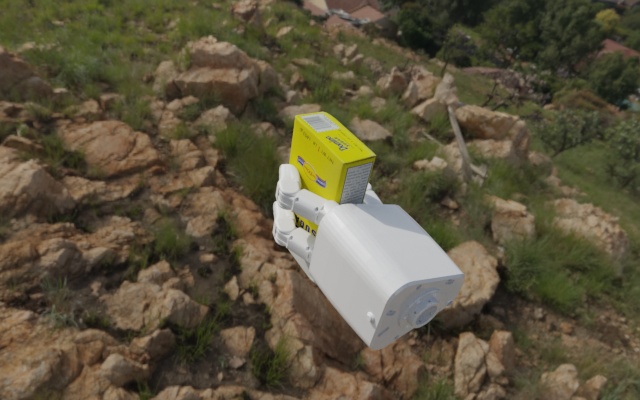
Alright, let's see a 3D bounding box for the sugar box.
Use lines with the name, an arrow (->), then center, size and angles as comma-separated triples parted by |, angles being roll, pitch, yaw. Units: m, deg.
sugar box -> 0.000, 0.002, 0.524 | 0.048, 0.176, 0.093 | -14, 45, -31
